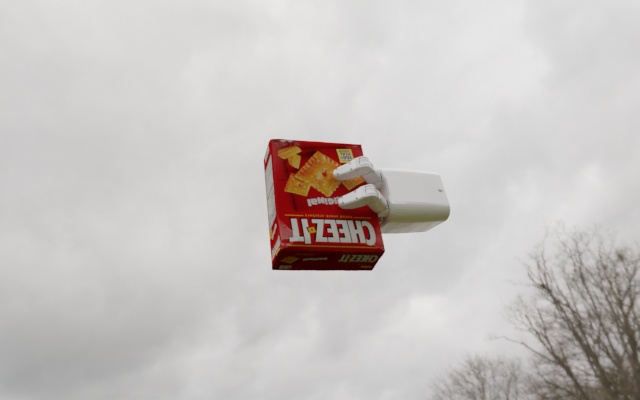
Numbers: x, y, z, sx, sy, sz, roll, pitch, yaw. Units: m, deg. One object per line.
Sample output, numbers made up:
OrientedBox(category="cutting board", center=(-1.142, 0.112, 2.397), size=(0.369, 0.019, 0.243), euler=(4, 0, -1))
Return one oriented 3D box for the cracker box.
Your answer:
OrientedBox(category="cracker box", center=(0.000, 0.002, 0.765), size=(0.164, 0.213, 0.072), euler=(2, -36, -16))
